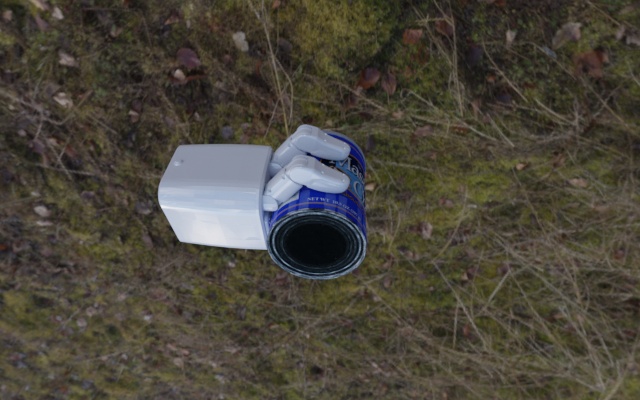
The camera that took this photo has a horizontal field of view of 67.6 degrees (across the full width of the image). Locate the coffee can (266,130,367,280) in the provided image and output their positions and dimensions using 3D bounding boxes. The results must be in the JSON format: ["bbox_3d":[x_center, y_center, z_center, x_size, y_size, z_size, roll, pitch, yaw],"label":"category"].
[{"bbox_3d":[0.000,0.002,0.536,0.103,0.103,0.140,0,41,5],"label":"coffee can"}]
